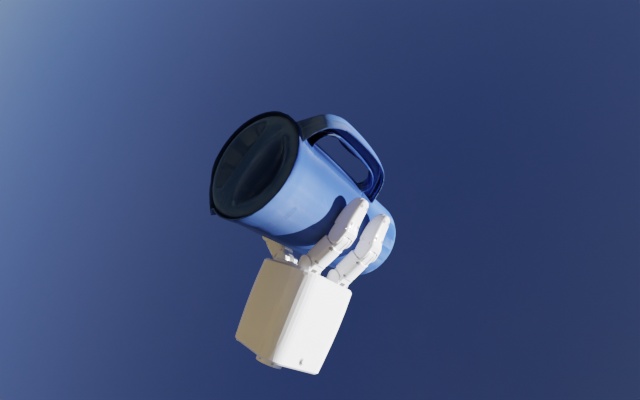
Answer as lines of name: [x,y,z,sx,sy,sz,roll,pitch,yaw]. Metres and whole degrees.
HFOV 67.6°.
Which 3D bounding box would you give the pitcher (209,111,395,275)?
pitcher: [0.000,0.002,0.589,0.149,0.145,0.243,11,-17,43]
